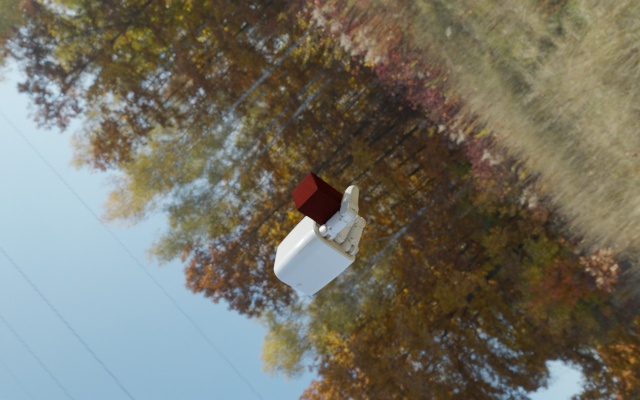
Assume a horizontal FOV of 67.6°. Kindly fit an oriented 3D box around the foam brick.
[{"bbox_3d":[0.000,0.002,0.781,0.078,0.051,0.053,35,20,-32],"label":"foam brick"}]
